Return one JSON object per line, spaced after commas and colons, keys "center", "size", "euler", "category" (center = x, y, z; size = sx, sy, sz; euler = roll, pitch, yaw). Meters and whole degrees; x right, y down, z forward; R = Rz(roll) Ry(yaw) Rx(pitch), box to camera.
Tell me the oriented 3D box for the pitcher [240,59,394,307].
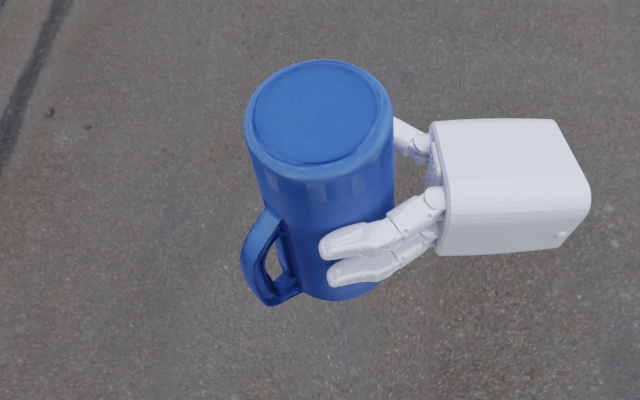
{"center": [0.000, 0.001, 0.434], "size": [0.145, 0.149, 0.243], "euler": [-1, -28, 5], "category": "pitcher"}
